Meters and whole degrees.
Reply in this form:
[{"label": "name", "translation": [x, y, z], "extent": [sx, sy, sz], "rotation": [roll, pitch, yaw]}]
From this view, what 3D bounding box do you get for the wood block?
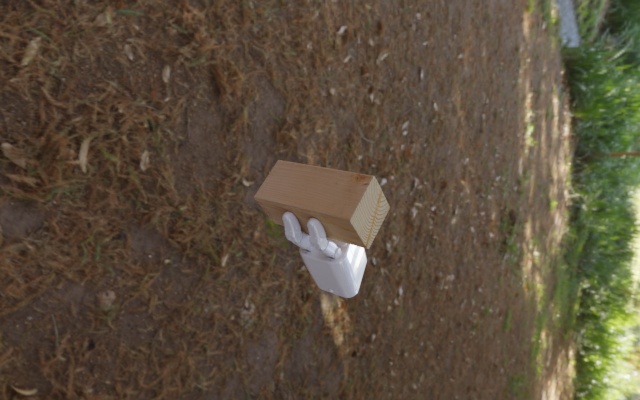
[{"label": "wood block", "translation": [0.001, 0.003, 0.825], "extent": [0.206, 0.090, 0.090], "rotation": [12, -29, 36]}]
